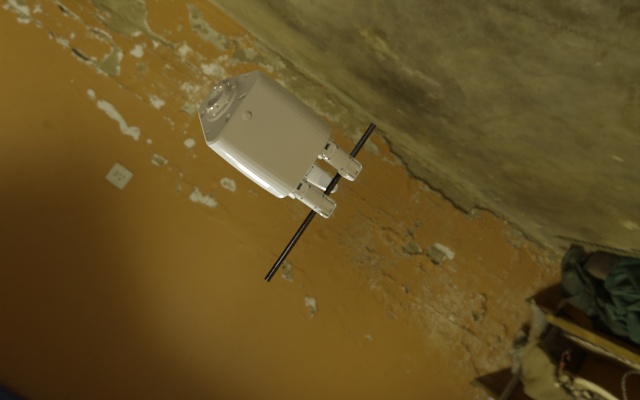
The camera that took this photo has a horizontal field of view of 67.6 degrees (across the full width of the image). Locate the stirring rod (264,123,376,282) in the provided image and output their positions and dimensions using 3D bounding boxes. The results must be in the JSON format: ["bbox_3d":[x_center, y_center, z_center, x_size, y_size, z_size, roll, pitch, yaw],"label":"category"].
[{"bbox_3d":[0.000,0.002,0.607,0.011,0.239,0.011,35,-1,1],"label":"stirring rod"}]
